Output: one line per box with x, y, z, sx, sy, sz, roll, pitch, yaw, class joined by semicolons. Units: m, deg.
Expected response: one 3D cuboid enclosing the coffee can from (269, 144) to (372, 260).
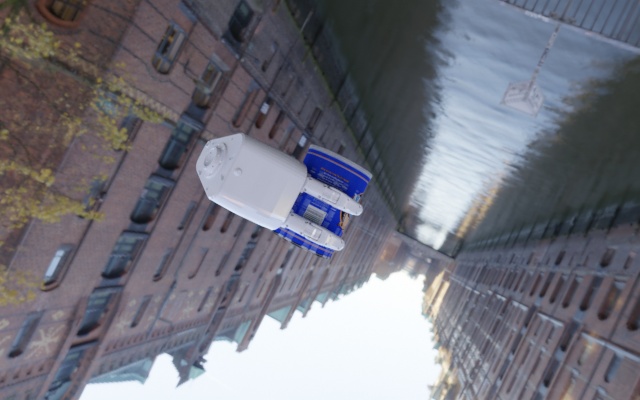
0.000;0.002;0.706;0.103;0.140;0.103;27;-1;1;coffee can
